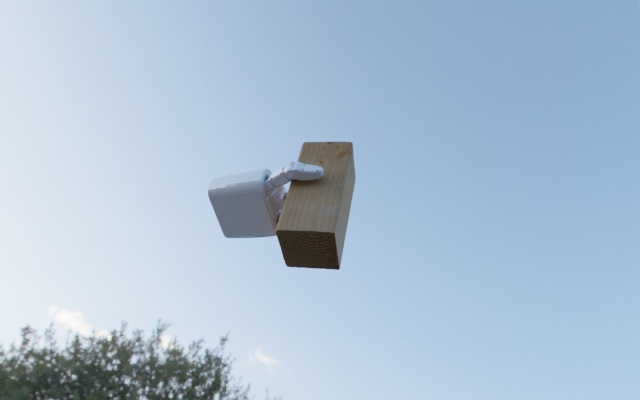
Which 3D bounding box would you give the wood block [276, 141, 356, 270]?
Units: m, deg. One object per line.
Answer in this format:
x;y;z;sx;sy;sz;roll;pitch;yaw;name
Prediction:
0.000;0.002;0.784;0.090;0.206;0.091;2;-44;12;wood block
